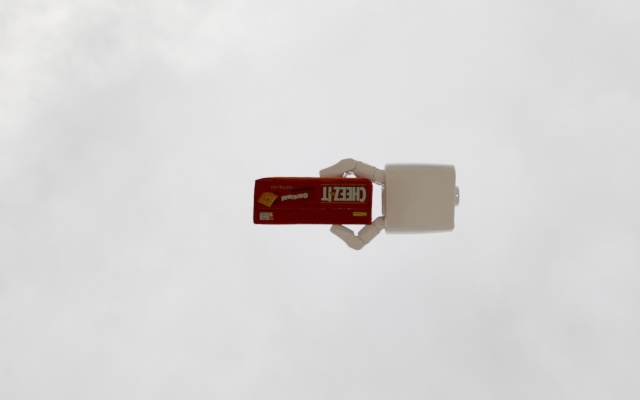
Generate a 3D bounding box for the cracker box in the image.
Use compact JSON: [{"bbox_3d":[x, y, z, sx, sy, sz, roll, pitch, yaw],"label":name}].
[{"bbox_3d":[0.000,0.003,0.748,0.164,0.072,0.214,0,-2,6],"label":"cracker box"}]
